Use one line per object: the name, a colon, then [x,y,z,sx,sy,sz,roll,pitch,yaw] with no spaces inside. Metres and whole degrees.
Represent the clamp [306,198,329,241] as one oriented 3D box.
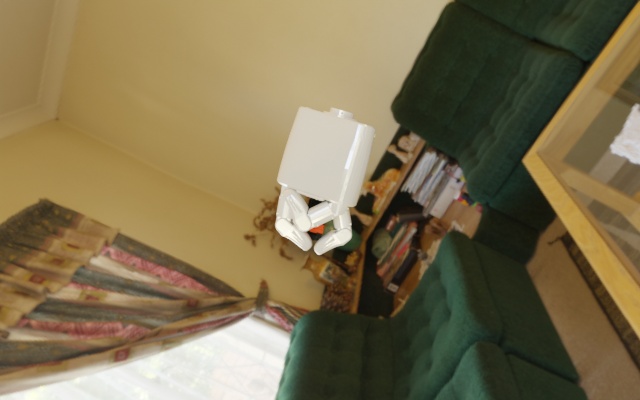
clamp: [-0.001,0.002,0.731,0.039,0.120,0.171,6,9,0]
